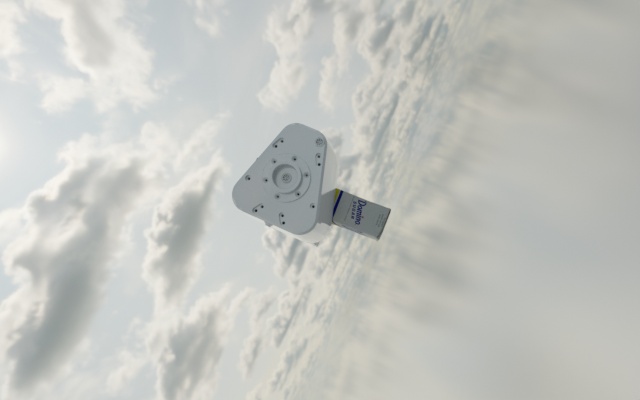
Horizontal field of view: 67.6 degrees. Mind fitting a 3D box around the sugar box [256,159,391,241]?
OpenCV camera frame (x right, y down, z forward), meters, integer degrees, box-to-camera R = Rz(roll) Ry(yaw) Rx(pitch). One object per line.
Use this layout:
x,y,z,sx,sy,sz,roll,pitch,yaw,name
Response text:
0.000,0.002,0.614,0.176,0.048,0.093,23,-4,8,sugar box
